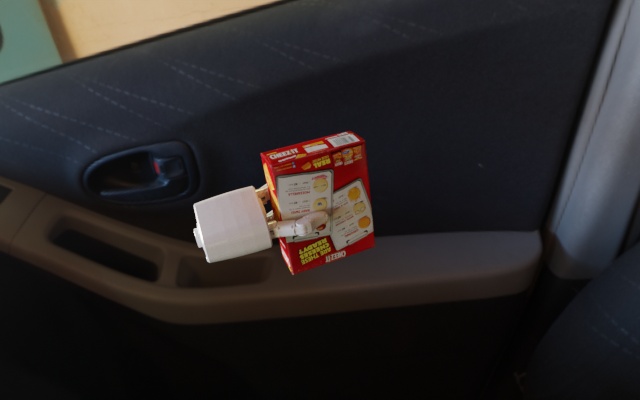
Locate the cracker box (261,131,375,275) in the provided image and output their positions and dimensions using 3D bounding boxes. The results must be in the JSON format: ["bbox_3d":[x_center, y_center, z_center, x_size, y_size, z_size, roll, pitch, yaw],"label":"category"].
[{"bbox_3d":[0.000,0.003,0.827,0.164,0.214,0.072,-17,31,-14],"label":"cracker box"}]
